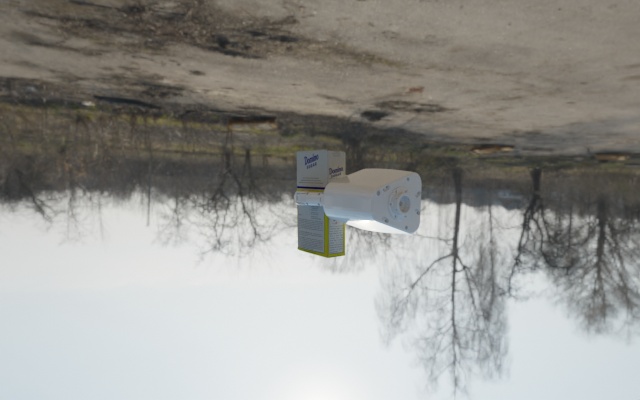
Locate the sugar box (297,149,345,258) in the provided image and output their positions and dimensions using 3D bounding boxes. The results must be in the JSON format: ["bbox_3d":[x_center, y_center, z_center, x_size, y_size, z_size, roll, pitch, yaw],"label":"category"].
[{"bbox_3d":[0.001,0.003,0.811,0.048,0.176,0.093,0,4,-37],"label":"sugar box"}]
